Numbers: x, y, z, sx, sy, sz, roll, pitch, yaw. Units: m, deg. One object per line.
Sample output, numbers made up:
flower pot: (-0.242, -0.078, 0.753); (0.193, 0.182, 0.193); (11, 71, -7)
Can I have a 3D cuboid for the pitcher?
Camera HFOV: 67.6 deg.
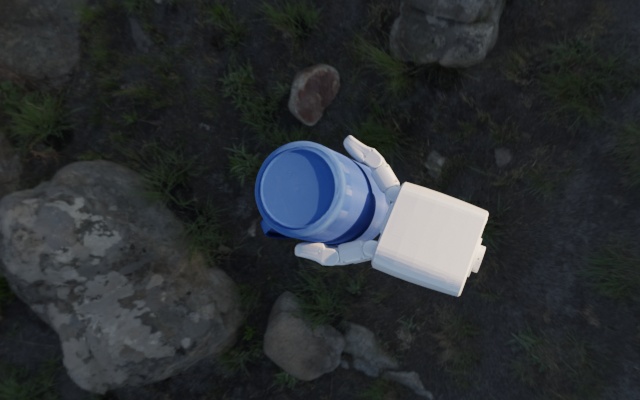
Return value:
pitcher: (0.000, 0.002, 0.632); (0.145, 0.149, 0.243); (21, 2, 18)
